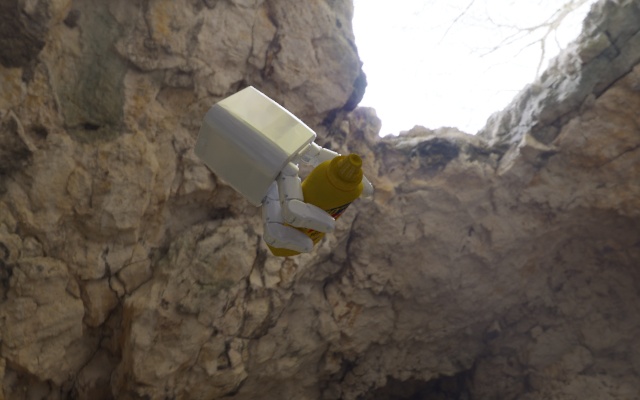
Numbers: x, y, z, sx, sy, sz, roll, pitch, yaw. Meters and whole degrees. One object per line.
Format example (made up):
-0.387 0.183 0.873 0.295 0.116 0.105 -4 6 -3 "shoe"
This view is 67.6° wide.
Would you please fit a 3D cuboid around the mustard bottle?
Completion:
0.000 0.002 0.589 0.096 0.058 0.192 -22 -18 -35 "mustard bottle"
